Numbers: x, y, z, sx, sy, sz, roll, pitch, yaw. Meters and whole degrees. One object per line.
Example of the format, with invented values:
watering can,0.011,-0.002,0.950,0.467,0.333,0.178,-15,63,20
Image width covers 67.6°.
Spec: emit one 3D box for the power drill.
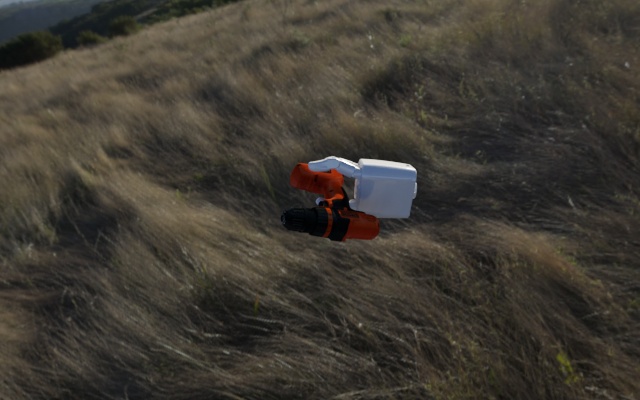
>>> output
power drill,0.000,0.003,0.885,0.184,0.057,0.187,9,32,-25
